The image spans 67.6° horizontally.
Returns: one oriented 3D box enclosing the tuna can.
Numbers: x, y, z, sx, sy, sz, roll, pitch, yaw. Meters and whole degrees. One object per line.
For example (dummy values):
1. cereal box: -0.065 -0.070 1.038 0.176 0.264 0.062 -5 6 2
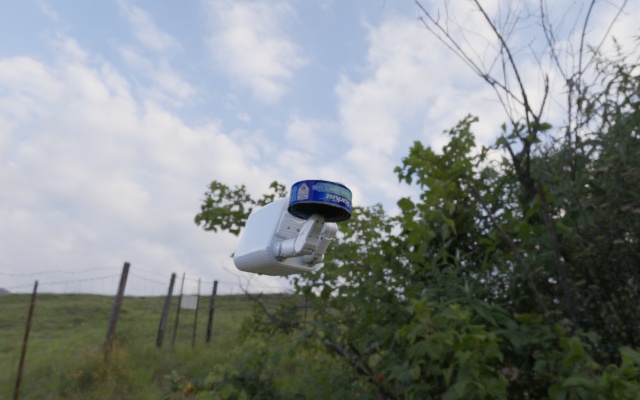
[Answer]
1. tuna can: 0.000 0.002 0.639 0.086 0.033 0.086 5 -19 2
